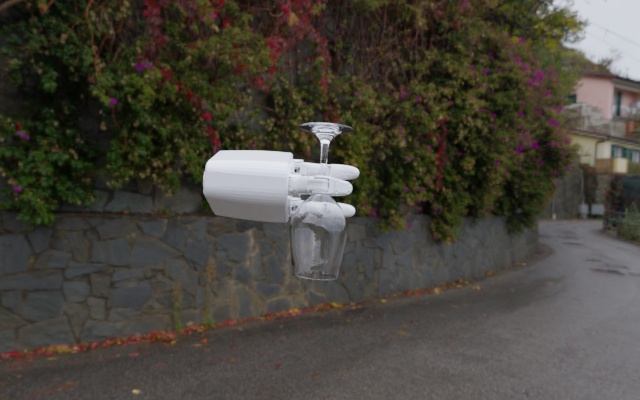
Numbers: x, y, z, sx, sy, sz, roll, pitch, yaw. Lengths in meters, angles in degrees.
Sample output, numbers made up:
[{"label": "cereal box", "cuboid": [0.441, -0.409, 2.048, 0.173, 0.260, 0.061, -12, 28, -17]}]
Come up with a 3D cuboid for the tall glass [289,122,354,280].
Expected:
[{"label": "tall glass", "cuboid": [0.000, 0.001, 0.639, 0.079, 0.201, 0.079, 4, -2, 0]}]
